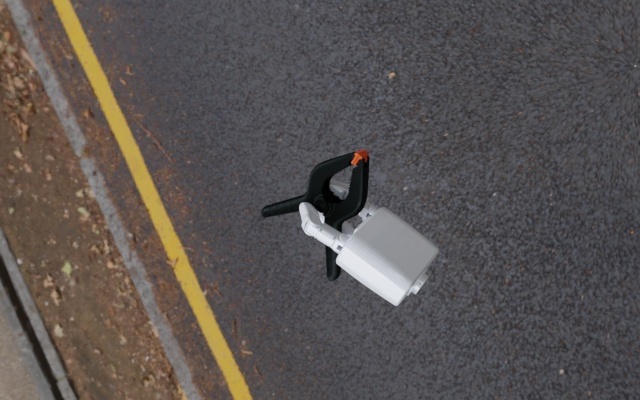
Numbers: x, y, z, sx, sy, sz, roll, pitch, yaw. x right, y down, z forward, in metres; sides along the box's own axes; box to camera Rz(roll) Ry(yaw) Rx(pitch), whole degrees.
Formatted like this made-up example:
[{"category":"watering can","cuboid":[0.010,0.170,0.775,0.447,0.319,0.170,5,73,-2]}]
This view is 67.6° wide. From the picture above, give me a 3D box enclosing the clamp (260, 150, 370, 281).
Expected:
[{"category":"clamp","cuboid":[0.000,0.002,0.723,0.164,0.210,0.036,35,30,14]}]
